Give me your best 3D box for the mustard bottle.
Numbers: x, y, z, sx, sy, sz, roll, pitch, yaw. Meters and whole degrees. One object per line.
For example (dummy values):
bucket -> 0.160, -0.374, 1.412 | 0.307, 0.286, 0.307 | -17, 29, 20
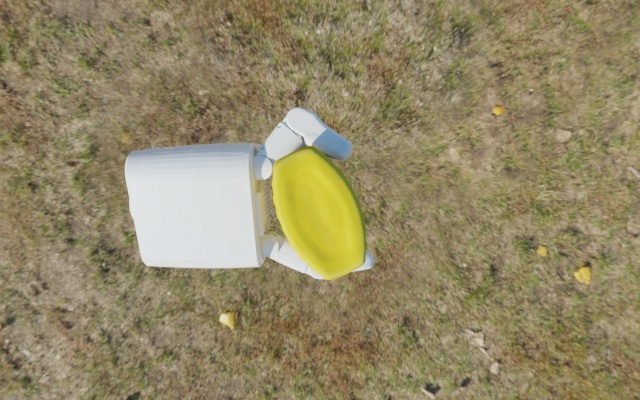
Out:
mustard bottle -> 0.000, 0.001, 0.425 | 0.058, 0.096, 0.191 | -26, 5, 3
